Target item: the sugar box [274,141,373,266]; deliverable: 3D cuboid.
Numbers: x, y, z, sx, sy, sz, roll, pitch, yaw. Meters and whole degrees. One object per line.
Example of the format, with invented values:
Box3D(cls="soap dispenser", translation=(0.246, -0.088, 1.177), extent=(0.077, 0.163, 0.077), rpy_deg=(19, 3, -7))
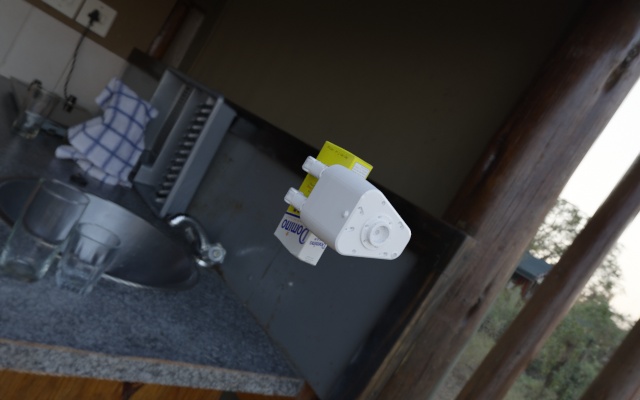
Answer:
Box3D(cls="sugar box", translation=(0.000, 0.002, 0.746), extent=(0.048, 0.176, 0.093), rpy_deg=(29, 5, -35))
